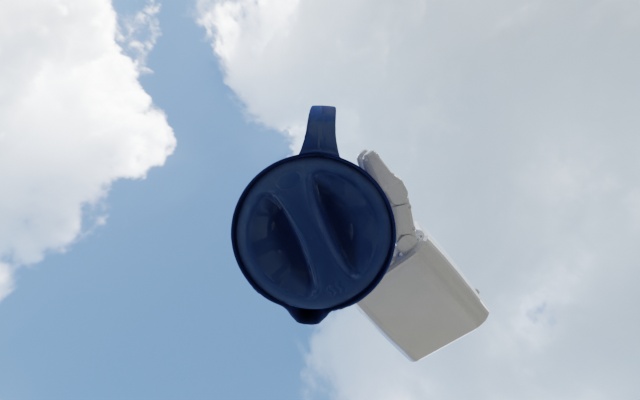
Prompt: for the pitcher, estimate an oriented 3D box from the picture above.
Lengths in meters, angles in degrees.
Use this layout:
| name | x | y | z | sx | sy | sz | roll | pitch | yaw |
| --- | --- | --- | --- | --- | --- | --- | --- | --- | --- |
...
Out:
| name | x | y | z | sx | sy | sz | roll | pitch | yaw |
| --- | --- | --- | --- | --- | --- | --- | --- | --- | --- |
| pitcher | 0.000 | 0.002 | 0.494 | 0.149 | 0.145 | 0.243 | -42 | 5 | 7 |
